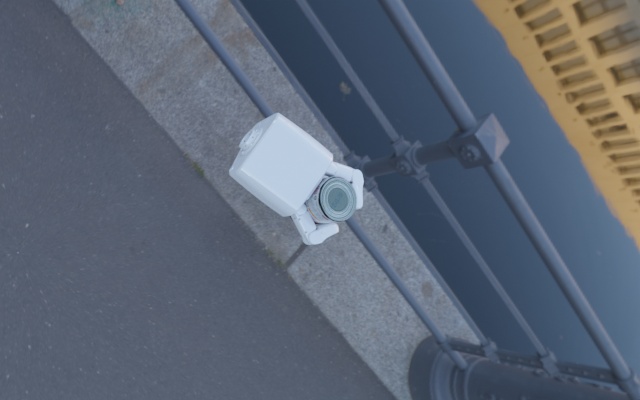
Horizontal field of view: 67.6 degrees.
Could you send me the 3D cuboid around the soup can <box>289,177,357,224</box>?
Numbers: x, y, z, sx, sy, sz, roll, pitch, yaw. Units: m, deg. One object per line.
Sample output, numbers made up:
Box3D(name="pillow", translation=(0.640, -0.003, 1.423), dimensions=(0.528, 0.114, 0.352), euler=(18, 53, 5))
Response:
Box3D(name="soup can", translation=(0.001, 0.003, 0.734), dimensions=(0.068, 0.068, 0.102), euler=(0, -5, -32))
